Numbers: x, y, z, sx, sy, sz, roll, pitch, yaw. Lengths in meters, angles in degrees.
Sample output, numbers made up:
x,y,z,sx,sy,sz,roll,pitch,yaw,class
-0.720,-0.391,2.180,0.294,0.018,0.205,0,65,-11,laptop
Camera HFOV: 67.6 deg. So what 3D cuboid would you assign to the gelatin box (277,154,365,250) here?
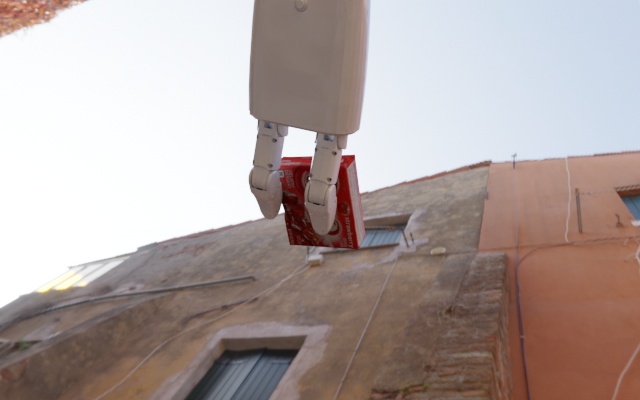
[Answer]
x,y,z,sx,sy,sz,roll,pitch,yaw,class
0.000,0.002,0.455,0.073,0.089,0.030,1,28,22,gelatin box
